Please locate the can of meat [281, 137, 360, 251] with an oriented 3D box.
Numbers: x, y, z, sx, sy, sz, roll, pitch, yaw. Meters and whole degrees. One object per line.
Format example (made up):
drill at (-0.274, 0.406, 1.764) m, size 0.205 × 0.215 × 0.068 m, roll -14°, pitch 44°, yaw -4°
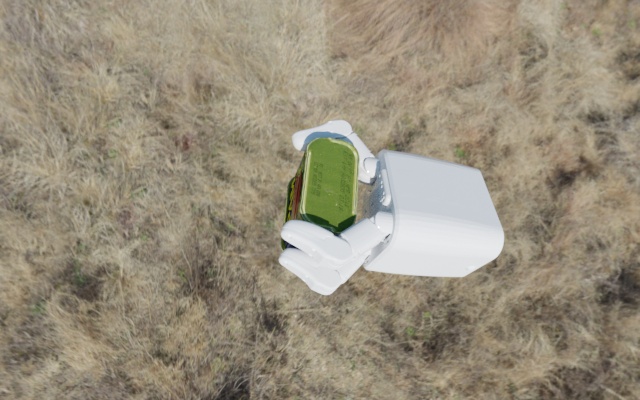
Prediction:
can of meat at (0.000, 0.001, 0.461) m, size 0.057 × 0.102 × 0.084 m, roll 10°, pitch -28°, yaw -10°
